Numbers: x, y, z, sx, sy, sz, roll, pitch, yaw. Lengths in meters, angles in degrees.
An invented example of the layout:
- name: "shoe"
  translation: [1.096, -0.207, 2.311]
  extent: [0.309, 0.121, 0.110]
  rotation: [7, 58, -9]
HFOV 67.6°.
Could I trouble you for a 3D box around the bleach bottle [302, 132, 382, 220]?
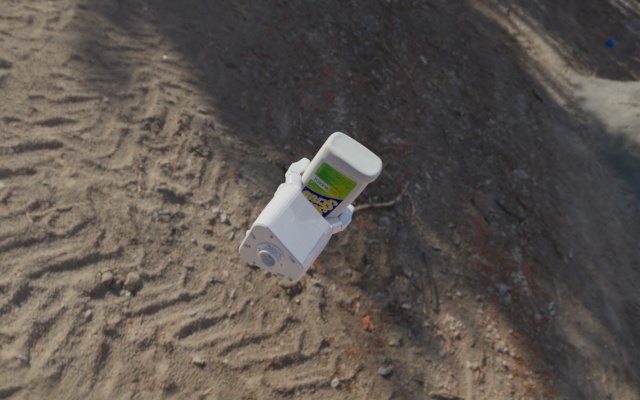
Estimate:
- name: "bleach bottle"
  translation: [0.000, 0.003, 0.832]
  extent: [0.102, 0.251, 0.068]
  rotation: [35, 41, 0]
